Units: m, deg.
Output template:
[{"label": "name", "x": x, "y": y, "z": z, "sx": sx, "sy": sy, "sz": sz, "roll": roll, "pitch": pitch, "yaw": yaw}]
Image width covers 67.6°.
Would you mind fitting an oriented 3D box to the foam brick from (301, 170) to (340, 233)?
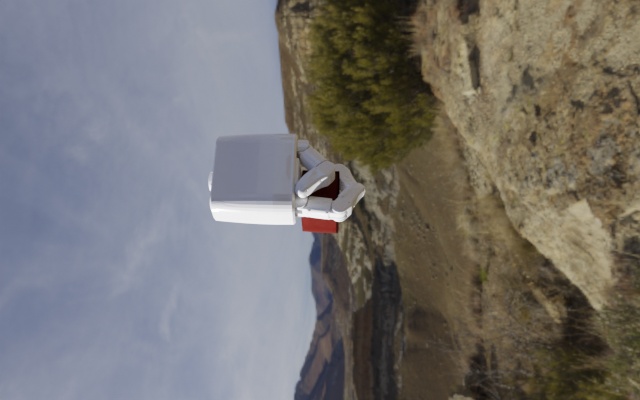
[{"label": "foam brick", "x": 0.000, "y": 0.002, "z": 0.655, "sx": 0.051, "sy": 0.053, "sz": 0.078, "roll": 1, "pitch": -37, "yaw": 1}]
